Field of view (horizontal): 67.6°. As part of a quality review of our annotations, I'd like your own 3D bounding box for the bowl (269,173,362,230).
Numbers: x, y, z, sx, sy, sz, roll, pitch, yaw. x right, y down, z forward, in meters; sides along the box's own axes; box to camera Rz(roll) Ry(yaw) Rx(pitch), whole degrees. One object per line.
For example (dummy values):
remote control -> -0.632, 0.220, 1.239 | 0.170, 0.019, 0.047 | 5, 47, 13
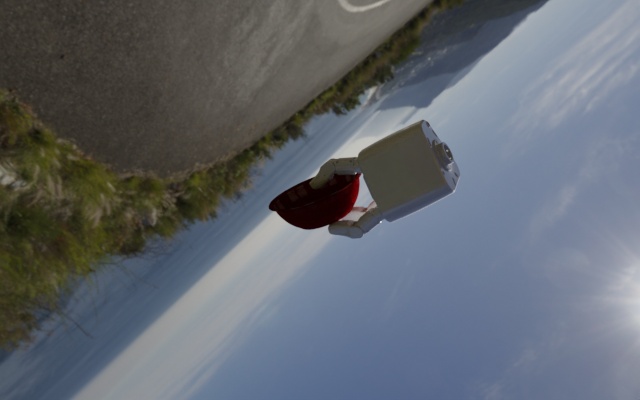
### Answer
bowl -> -0.001, 0.003, 0.773 | 0.162, 0.055, 0.162 | -20, 15, 6
